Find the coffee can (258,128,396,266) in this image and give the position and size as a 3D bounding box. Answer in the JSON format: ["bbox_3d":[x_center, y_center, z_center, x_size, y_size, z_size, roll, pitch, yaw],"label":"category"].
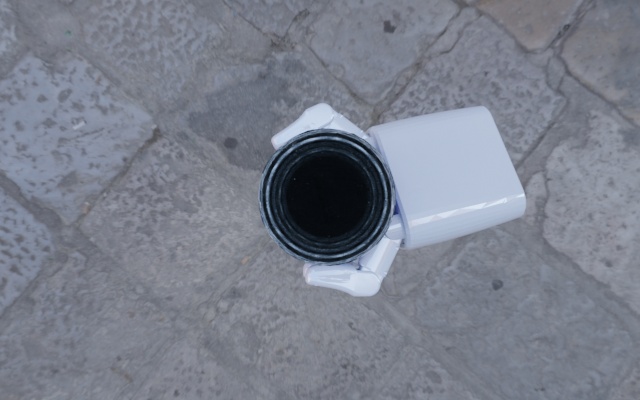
[{"bbox_3d":[0.000,0.001,0.420,0.103,0.103,0.140,0,-3,-4],"label":"coffee can"}]
